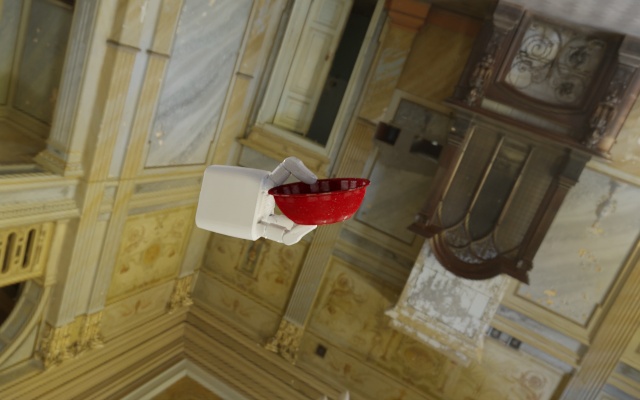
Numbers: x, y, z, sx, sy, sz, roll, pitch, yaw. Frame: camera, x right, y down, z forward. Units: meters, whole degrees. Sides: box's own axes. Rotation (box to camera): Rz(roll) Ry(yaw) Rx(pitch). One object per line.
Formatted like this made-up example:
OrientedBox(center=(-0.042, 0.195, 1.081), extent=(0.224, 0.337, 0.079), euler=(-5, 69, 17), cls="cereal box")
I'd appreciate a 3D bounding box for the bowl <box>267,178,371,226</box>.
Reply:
OrientedBox(center=(0.001, 0.003, 0.747), extent=(0.162, 0.055, 0.162), euler=(-6, 9, 1), cls="bowl")
